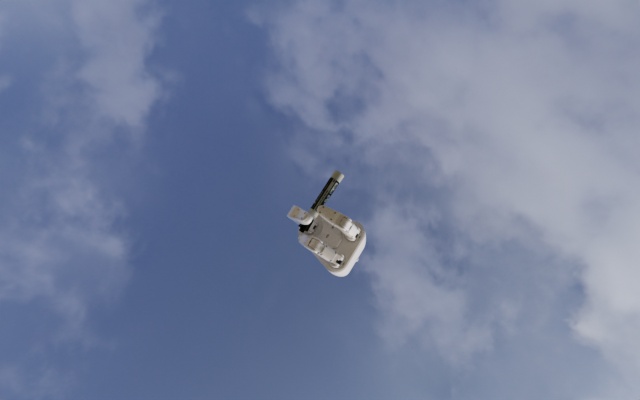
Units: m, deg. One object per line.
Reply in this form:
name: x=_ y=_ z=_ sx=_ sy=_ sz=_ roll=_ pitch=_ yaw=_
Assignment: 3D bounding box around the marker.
marker: x=0.000 y=0.003 z=0.811 sx=0.020 sy=0.121 sz=0.020 roll=32 pitch=-9 yaw=6
